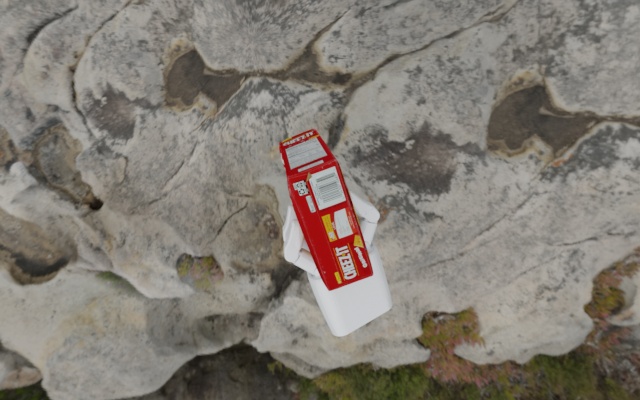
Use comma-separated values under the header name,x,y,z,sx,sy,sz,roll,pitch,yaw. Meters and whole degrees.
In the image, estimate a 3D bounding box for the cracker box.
name,x,y,z,sx,sy,sz,roll,pitch,yaw
cracker box,0.000,0.002,0.676,0.072,0.164,0.213,-20,20,-1
